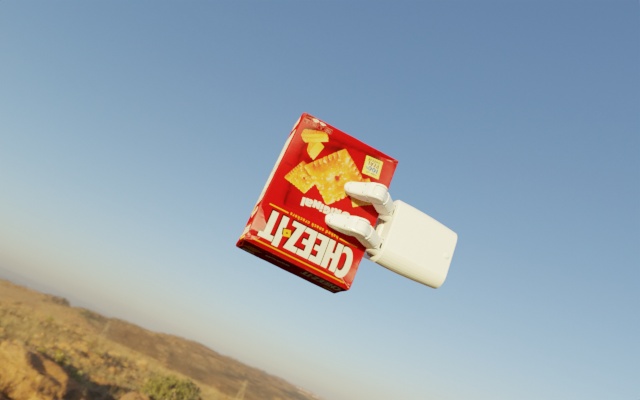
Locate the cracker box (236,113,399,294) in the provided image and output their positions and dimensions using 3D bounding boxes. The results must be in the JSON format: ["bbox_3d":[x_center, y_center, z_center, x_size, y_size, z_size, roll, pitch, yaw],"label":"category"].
[{"bbox_3d":[0.000,0.002,0.693,0.164,0.213,0.072,27,-21,-10],"label":"cracker box"}]
